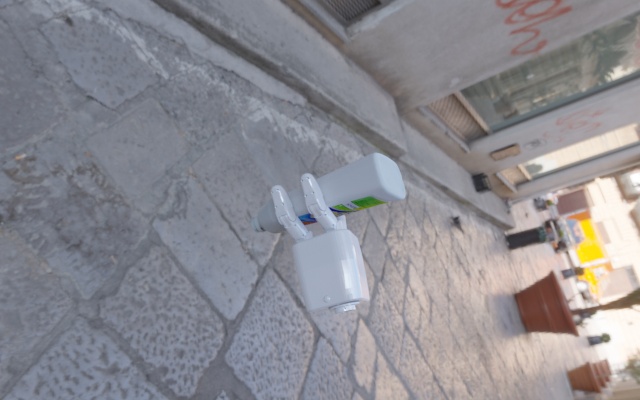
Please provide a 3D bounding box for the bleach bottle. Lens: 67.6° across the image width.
[{"bbox_3d":[0.000,0.002,0.761,0.251,0.068,0.102,-21,-19,26],"label":"bleach bottle"}]
